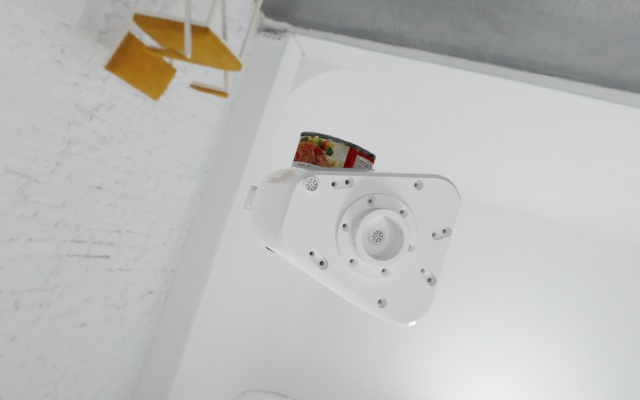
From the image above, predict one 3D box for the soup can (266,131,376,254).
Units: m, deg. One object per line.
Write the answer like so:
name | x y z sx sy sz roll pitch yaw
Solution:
soup can | 0.000 0.002 0.406 0.068 0.102 0.068 18 -3 1
